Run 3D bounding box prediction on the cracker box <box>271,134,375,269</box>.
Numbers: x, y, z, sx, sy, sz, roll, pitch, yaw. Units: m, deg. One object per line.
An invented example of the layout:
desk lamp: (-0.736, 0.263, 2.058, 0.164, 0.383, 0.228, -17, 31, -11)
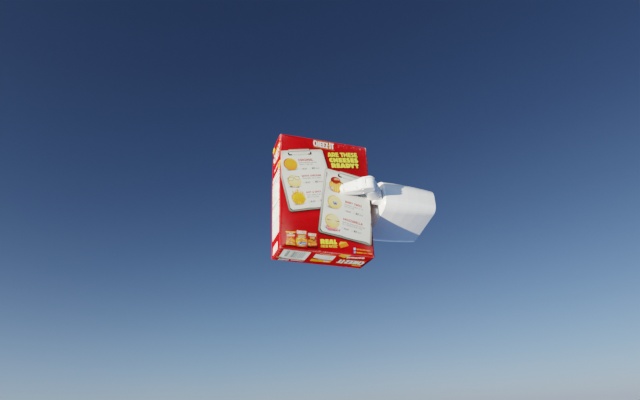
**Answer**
cracker box: (0.000, 0.003, 0.826, 0.164, 0.213, 0.072, 7, -28, -18)
